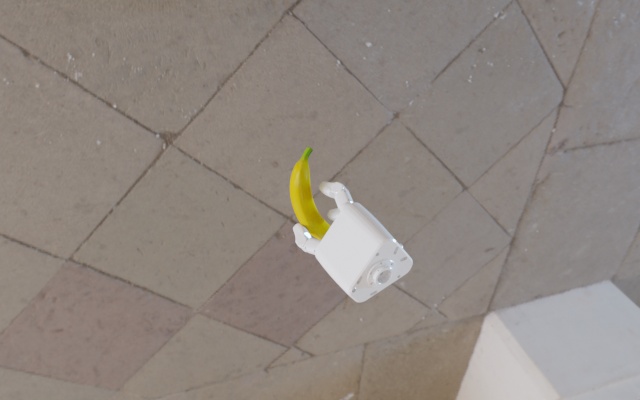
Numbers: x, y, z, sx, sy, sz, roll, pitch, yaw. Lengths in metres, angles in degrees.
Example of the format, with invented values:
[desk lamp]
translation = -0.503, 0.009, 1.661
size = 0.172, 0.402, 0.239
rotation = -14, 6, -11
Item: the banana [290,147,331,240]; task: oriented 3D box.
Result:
[banana]
translation = -0.015, 0.009, 0.832
size = 0.069, 0.198, 0.037
rotation = -31, 37, -23
